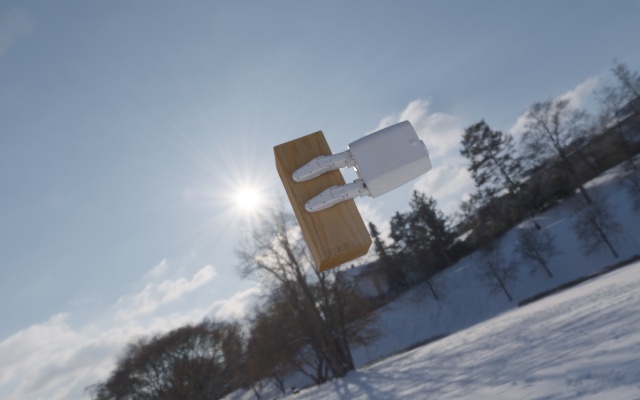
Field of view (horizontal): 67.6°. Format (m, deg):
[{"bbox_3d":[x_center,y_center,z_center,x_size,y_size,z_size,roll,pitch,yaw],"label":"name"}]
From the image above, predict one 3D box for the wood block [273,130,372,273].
[{"bbox_3d":[0.000,0.002,0.794,0.090,0.206,0.091,-21,-19,-8],"label":"wood block"}]
